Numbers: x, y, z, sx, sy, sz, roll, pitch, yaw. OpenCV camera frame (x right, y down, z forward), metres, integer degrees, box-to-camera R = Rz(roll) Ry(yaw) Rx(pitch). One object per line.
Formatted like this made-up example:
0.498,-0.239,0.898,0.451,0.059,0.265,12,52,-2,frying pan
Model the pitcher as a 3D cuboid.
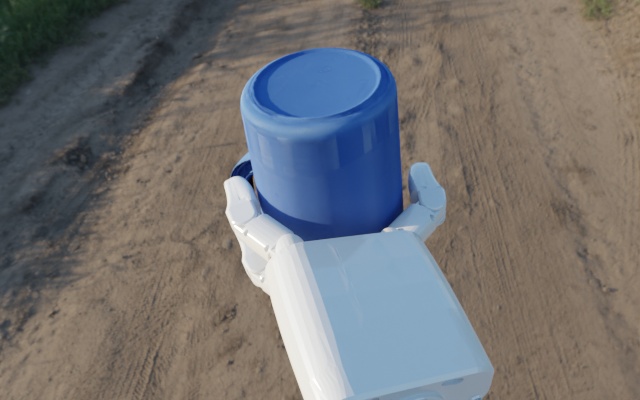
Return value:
0.000,0.001,0.409,0.149,0.243,0.145,-17,46,-8,pitcher
